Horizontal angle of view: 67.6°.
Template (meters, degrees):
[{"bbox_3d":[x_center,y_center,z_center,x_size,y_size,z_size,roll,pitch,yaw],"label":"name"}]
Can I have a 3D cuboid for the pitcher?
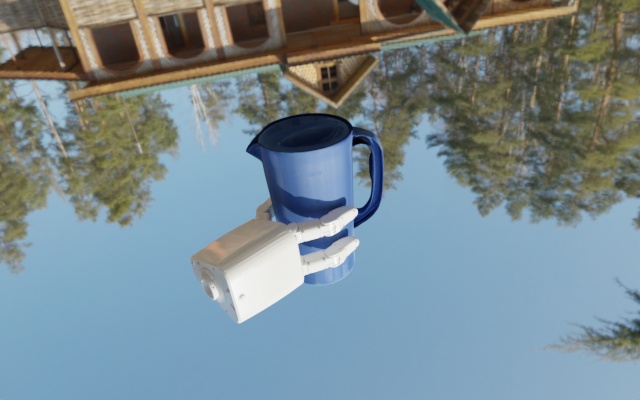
[{"bbox_3d":[0.000,0.002,0.704,0.149,0.243,0.145,23,43,40],"label":"pitcher"}]
